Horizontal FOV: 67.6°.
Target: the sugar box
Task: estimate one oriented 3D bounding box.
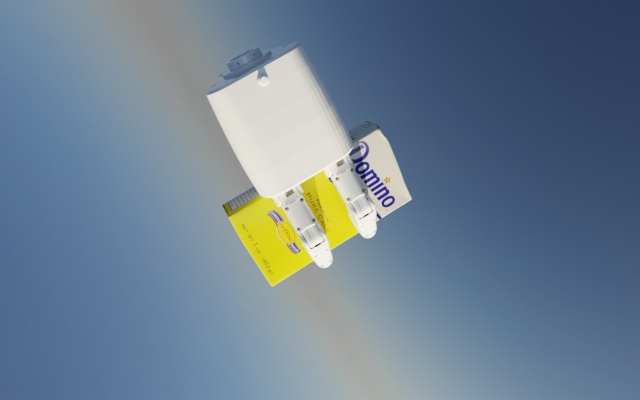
[{"bbox_3d":[0.000,0.002,0.493,0.176,0.093,0.048,-31,24,-6],"label":"sugar box"}]
